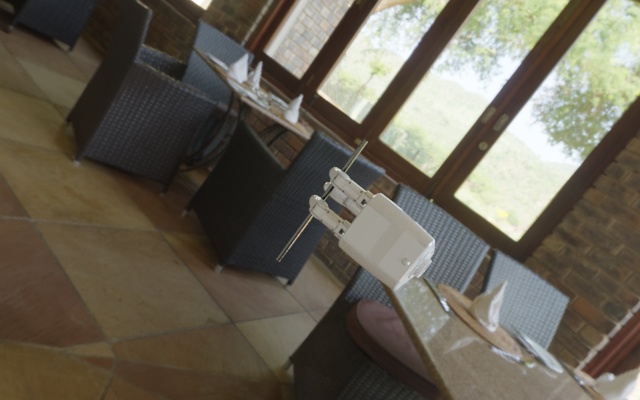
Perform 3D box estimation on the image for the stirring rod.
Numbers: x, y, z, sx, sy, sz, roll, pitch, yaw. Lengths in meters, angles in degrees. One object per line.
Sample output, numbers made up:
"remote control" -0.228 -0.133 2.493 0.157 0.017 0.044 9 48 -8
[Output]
"stirring rod" 0.000 0.003 0.759 0.011 0.239 0.011 35 11 -8
